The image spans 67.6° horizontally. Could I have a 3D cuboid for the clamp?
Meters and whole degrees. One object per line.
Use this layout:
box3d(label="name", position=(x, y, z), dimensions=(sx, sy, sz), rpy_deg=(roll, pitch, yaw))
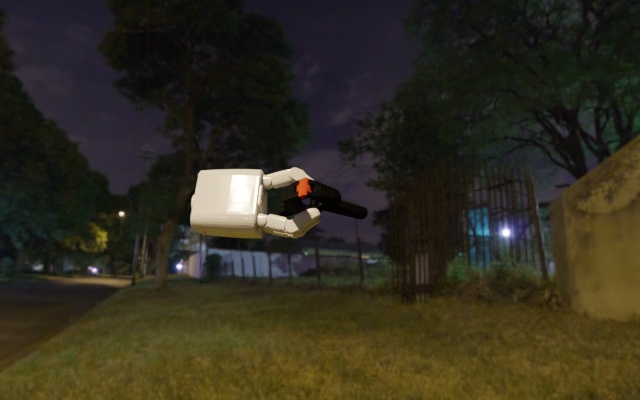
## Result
box3d(label="clamp", position=(0.000, 0.002, 0.789), dimensions=(0.164, 0.036, 0.210), rpy_deg=(1, -12, 2))
